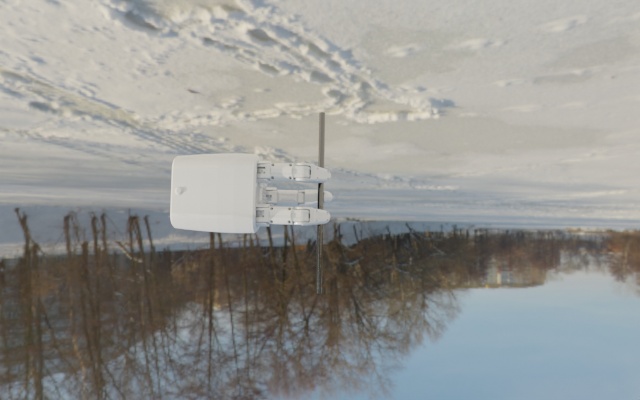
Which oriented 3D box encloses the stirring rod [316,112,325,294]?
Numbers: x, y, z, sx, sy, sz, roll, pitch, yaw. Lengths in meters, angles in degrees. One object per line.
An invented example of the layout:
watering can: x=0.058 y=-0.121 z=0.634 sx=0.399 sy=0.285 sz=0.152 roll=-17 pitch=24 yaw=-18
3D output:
stirring rod: x=0.000 y=0.002 z=0.635 sx=0.011 sy=0.239 sz=0.011 roll=1 pitch=-3 yaw=0
